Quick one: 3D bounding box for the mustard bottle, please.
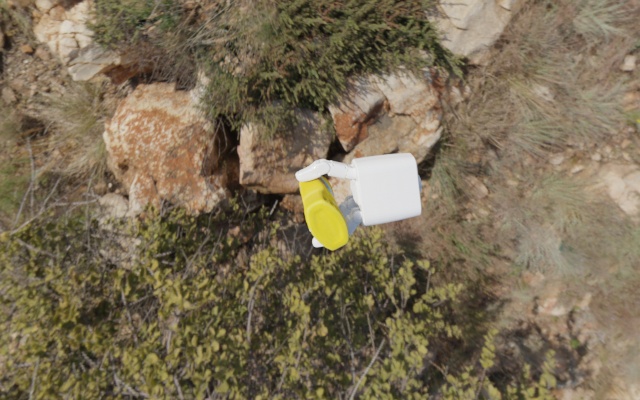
[{"bbox_3d":[0.000,0.003,0.841,0.058,0.096,0.191,-31,25,6],"label":"mustard bottle"}]
